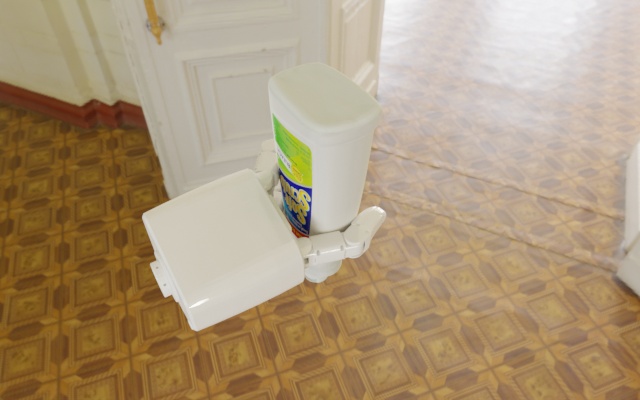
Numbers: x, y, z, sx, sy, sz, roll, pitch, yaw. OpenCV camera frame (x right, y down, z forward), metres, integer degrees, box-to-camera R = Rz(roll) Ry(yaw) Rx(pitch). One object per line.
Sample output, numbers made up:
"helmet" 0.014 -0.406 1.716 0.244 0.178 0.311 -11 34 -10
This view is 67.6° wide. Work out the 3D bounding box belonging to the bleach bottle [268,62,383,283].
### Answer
"bleach bottle" 0.000 0.001 0.467 0.068 0.251 0.102 -24 50 -22
